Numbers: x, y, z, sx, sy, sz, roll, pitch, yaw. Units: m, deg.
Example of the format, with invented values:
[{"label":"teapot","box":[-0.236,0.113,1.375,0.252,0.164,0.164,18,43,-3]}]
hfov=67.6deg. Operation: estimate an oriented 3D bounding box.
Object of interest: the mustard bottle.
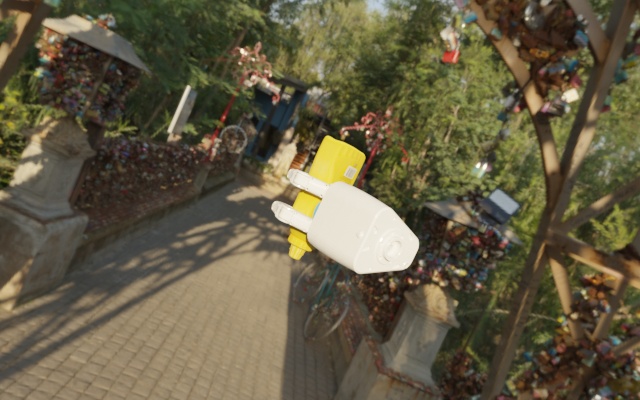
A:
[{"label":"mustard bottle","box":[0.000,0.002,0.735,0.058,0.191,0.096,27,4,26]}]
